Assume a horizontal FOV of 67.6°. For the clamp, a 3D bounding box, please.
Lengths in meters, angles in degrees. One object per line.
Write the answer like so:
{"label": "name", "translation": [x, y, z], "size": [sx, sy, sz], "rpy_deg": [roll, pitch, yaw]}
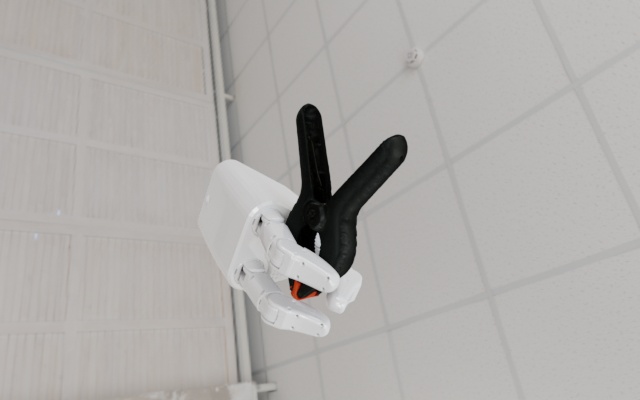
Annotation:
{"label": "clamp", "translation": [0.001, 0.002, 0.415], "size": [0.039, 0.171, 0.120], "rpy_deg": [7, 25, -39]}
